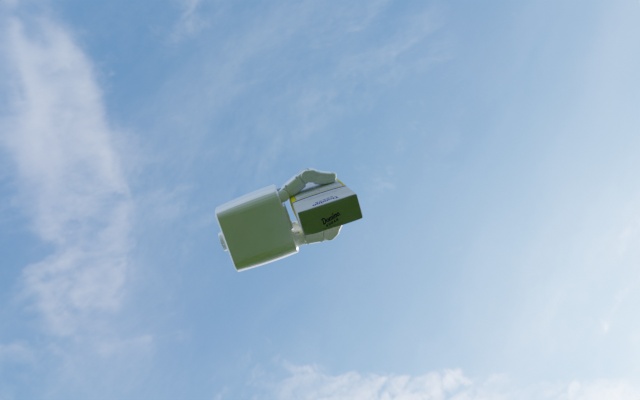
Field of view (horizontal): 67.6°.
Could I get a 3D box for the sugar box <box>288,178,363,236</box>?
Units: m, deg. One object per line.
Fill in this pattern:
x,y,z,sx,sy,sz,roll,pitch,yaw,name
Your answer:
0.000,0.003,0.770,0.093,0.048,0.176,-18,18,-5,sugar box
